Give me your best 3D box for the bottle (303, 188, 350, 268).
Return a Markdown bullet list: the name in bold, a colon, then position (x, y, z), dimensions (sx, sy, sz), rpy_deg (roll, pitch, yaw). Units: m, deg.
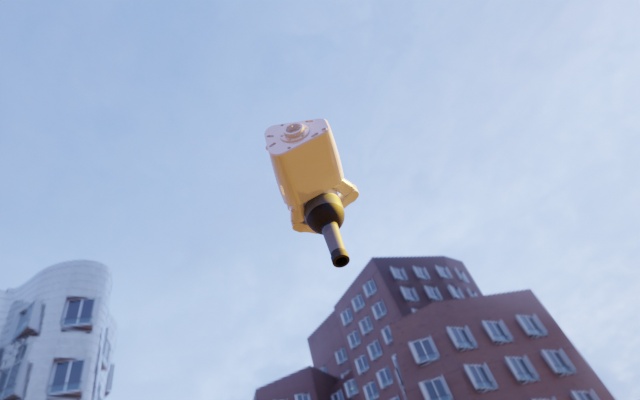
- **bottle**: position (0.000, 0.003, 0.832), dimensions (0.069, 0.069, 0.295), rpy_deg (0, 38, -16)
